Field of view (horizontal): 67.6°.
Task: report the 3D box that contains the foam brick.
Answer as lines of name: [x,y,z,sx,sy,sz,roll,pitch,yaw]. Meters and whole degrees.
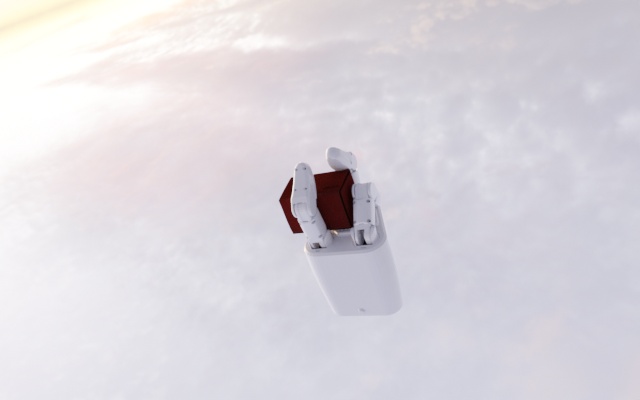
foam brick: [0.000,0.002,0.560,0.078,0.051,0.053,-7,32,23]
